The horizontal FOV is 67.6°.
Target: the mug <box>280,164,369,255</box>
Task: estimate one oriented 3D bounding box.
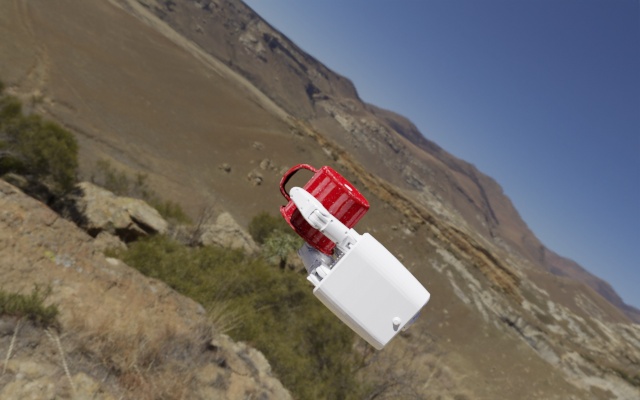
[{"bbox_3d":[-0.001,0.001,0.620,0.117,0.081,0.093,43,10,6],"label":"mug"}]
